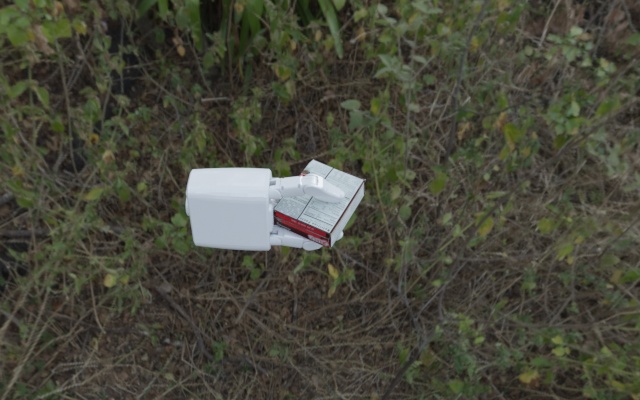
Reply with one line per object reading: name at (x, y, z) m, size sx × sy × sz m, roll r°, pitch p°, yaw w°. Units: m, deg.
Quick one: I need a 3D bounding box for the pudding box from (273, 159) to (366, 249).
pudding box at (0.000, 0.002, 0.665) m, size 0.090 × 0.113 × 0.039 m, roll 23°, pitch -34°, yaw 17°
